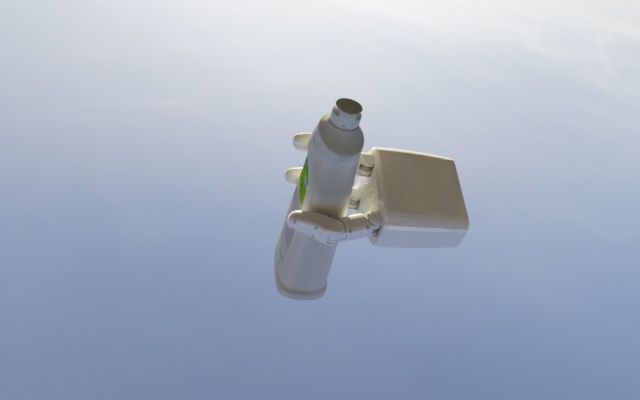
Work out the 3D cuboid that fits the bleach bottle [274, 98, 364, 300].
[{"bbox_3d":[0.000,0.002,0.548,0.068,0.251,0.102,5,43,-14],"label":"bleach bottle"}]
